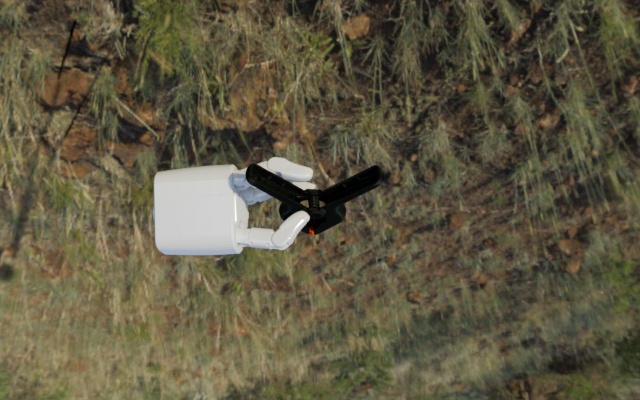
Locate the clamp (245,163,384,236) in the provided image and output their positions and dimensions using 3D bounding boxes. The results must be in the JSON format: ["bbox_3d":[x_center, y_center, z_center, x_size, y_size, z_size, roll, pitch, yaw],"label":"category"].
[{"bbox_3d":[0.000,0.003,0.645,0.164,0.036,0.210,-1,-22,4],"label":"clamp"}]
